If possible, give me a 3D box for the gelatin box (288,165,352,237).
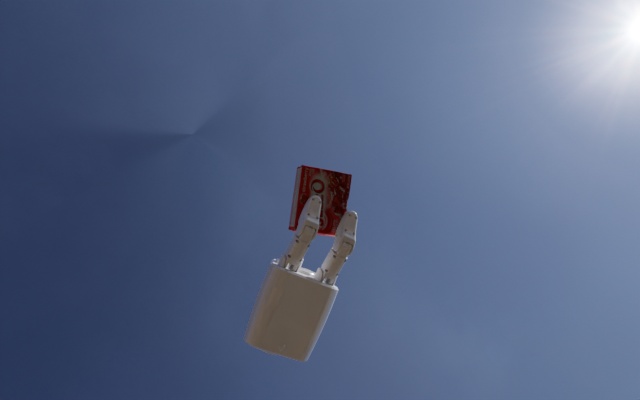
[{"bbox_3d":[0.000,0.002,0.649,0.073,0.089,0.030,10,-6,-19],"label":"gelatin box"}]
